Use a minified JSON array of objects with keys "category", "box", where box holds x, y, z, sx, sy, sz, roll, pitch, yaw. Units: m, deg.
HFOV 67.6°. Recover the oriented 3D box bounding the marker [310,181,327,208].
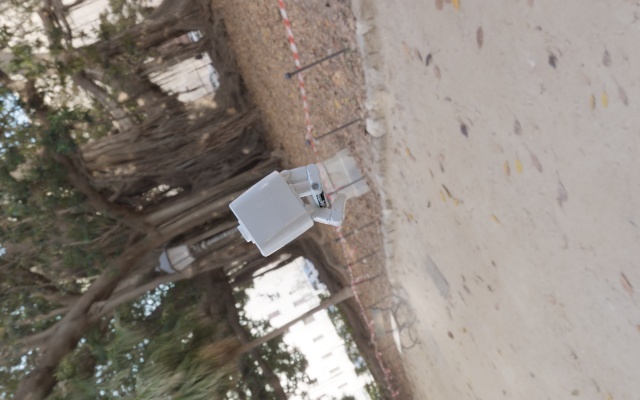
[{"category":"marker","box":[0.000,0.003,0.841,0.020,0.020,0.121,0,-26,8]}]
